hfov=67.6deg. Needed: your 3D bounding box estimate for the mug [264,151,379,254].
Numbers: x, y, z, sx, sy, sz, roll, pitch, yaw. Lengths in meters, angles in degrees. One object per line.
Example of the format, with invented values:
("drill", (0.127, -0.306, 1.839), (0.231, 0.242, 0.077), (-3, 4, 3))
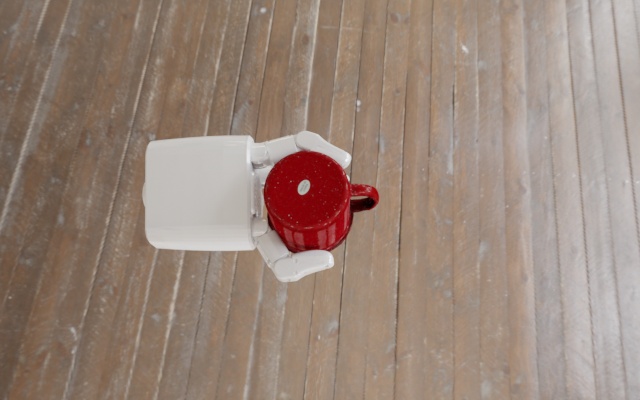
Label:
("mug", (0.002, 0.002, 0.475), (0.117, 0.093, 0.081), (-2, -18, 1))
